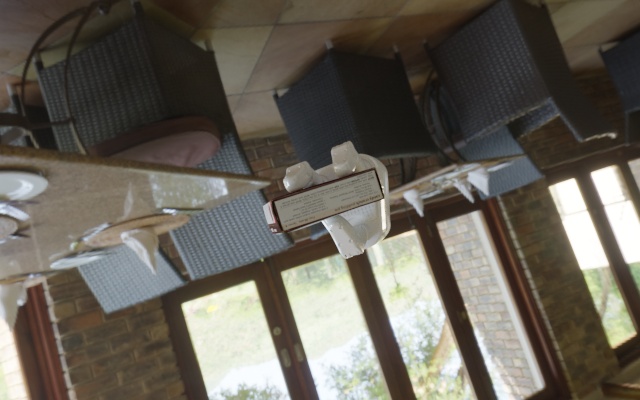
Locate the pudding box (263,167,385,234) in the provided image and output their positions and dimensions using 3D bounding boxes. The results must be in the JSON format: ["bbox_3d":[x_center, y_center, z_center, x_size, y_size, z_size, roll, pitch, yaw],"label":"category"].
[{"bbox_3d":[0.000,0.002,0.503,0.113,0.039,0.090,-20,-1,-12],"label":"pudding box"}]
